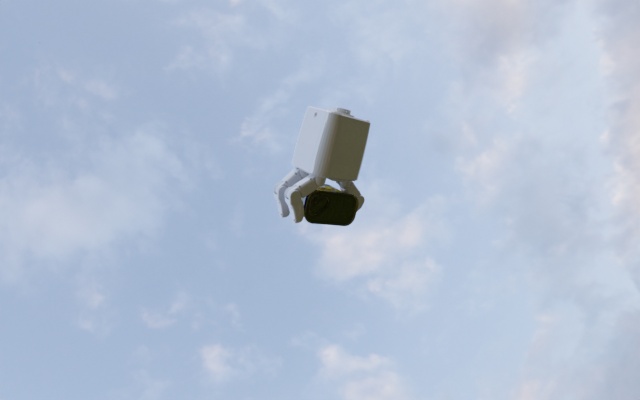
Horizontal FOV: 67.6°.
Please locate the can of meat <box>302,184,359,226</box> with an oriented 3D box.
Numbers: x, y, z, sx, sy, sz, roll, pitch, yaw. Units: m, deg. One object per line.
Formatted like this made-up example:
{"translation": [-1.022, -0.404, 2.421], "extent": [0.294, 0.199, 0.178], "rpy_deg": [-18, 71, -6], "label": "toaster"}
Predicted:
{"translation": [0.000, 0.003, 0.835], "extent": [0.102, 0.057, 0.084], "rpy_deg": [6, 13, -32], "label": "can of meat"}
